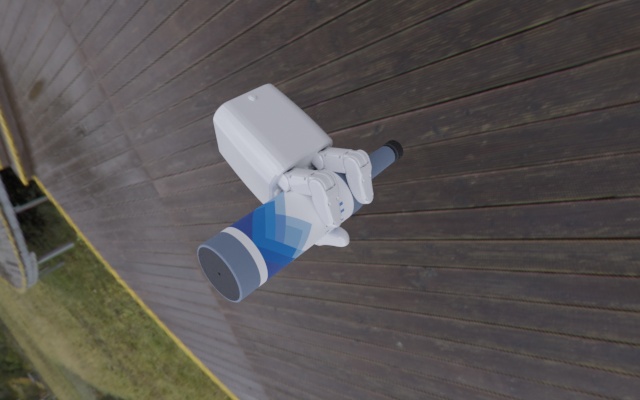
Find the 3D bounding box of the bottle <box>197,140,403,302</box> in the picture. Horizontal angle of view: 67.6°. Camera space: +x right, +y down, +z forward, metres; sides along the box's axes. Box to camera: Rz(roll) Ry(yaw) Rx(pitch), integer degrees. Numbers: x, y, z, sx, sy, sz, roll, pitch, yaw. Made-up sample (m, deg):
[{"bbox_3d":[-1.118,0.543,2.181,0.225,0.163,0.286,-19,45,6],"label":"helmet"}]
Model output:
[{"bbox_3d":[0.000,0.002,0.544,0.295,0.069,0.069,-35,22,-35],"label":"bottle"}]
